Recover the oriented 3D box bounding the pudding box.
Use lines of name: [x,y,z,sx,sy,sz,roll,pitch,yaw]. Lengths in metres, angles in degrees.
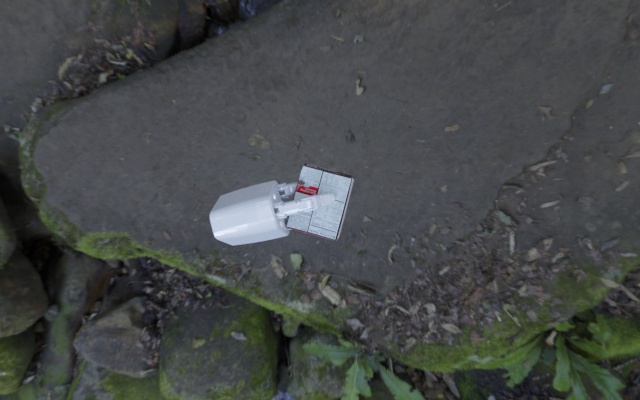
pudding box: [0.000,0.003,0.799,0.090,0.113,0.039,15,7,5]
